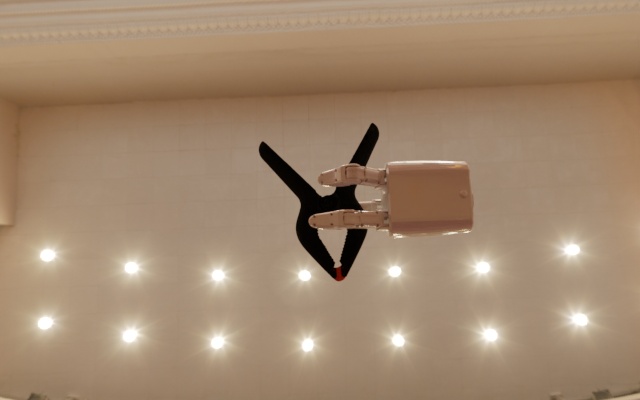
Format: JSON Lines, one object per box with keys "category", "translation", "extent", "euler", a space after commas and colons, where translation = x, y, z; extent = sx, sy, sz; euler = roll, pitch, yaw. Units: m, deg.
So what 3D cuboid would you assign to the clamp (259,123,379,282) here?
{"category": "clamp", "translation": [0.000, 0.003, 0.635], "extent": [0.164, 0.210, 0.036], "euler": [-3, -10, 5]}
